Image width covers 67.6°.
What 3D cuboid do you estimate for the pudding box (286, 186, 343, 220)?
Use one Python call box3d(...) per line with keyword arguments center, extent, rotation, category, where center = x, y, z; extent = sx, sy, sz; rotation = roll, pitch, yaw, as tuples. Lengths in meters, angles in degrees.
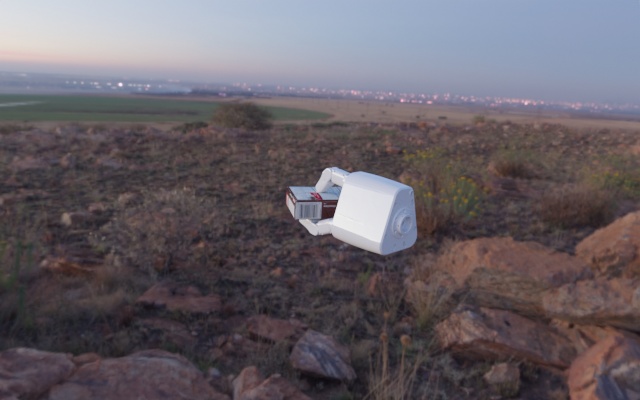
box3d(center=(0.000, 0.003, 0.864), extent=(0.113, 0.039, 0.090), rotation=(1, 16, -15), category="pudding box")
